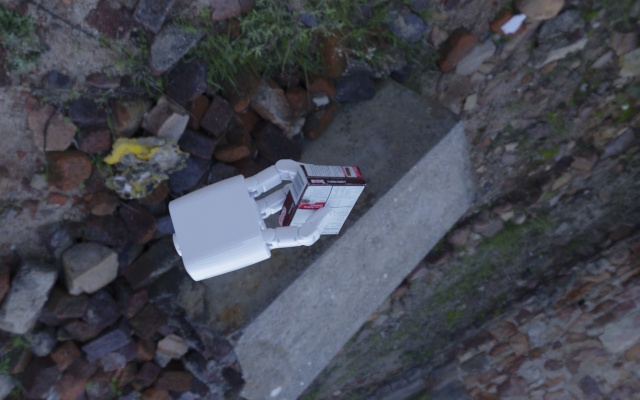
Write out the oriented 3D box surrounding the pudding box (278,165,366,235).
[{"bbox_3d":[0.000,0.002,0.661,0.090,0.039,0.114,-1,-39,-27],"label":"pudding box"}]
